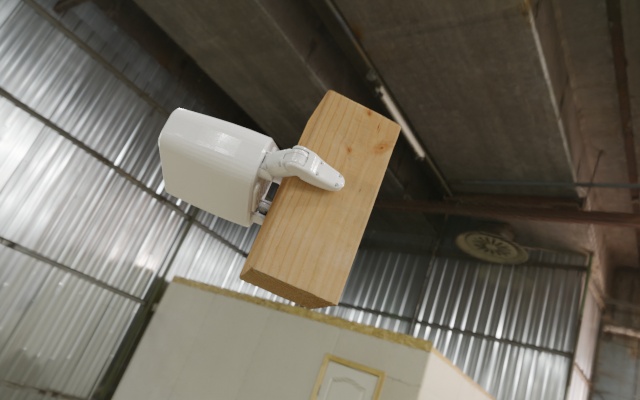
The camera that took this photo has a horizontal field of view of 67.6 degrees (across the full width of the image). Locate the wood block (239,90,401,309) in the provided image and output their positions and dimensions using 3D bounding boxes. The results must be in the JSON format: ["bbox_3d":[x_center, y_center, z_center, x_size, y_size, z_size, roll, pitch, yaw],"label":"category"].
[{"bbox_3d":[0.000,0.001,0.511,0.090,0.206,0.091,25,-20,-10],"label":"wood block"}]
